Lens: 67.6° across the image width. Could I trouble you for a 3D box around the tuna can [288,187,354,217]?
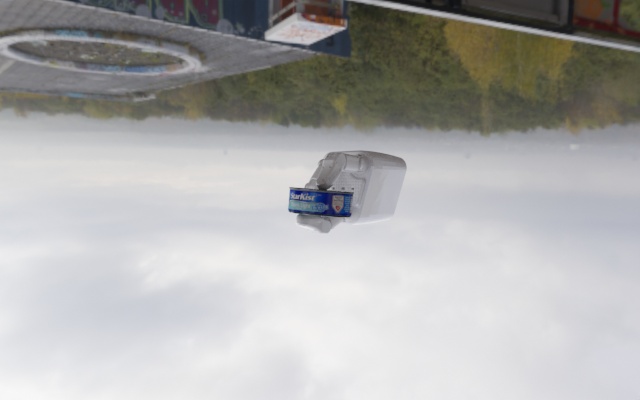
[{"bbox_3d":[0.000,0.003,0.630,0.086,0.034,0.086,5,1,0],"label":"tuna can"}]
